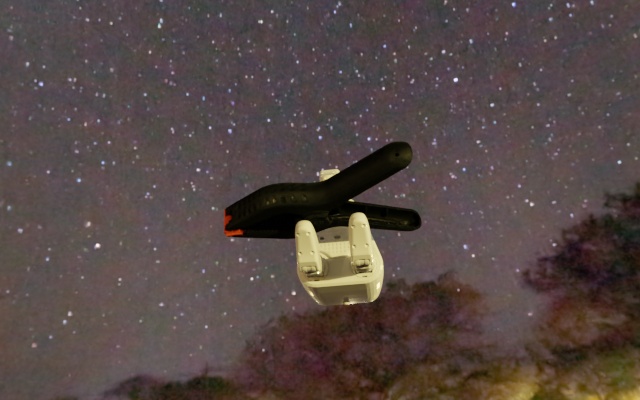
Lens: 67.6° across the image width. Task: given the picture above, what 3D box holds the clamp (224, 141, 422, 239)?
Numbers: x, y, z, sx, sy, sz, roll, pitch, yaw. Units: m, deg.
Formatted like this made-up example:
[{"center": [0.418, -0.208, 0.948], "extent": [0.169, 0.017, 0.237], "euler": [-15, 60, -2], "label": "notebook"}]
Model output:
[{"center": [0.000, 0.001, 0.477], "extent": [0.210, 0.036, 0.165], "euler": [-7, -28, 4], "label": "clamp"}]
